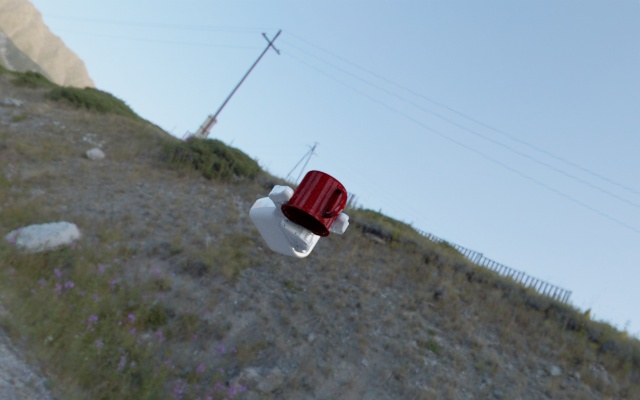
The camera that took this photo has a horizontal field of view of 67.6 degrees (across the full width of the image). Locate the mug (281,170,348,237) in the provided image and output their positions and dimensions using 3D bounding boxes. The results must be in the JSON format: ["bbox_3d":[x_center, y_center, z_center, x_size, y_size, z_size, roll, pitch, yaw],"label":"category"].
[{"bbox_3d":[0.001,0.002,0.797,0.093,0.081,0.117,43,-24,-29],"label":"mug"}]
